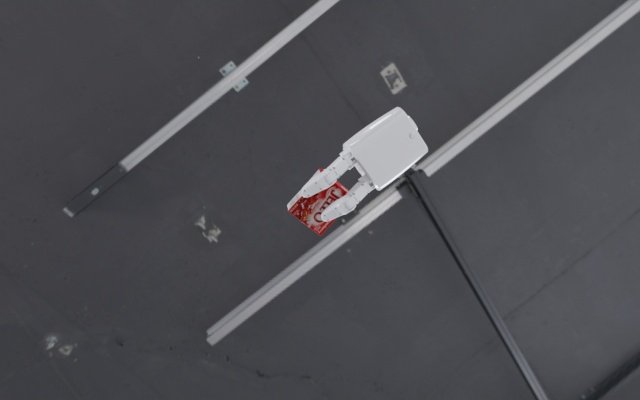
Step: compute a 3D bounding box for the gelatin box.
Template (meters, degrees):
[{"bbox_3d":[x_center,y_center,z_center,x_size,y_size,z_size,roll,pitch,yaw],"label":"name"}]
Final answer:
[{"bbox_3d":[0.000,0.003,0.795,0.073,0.089,0.030,38,12,-19],"label":"gelatin box"}]
